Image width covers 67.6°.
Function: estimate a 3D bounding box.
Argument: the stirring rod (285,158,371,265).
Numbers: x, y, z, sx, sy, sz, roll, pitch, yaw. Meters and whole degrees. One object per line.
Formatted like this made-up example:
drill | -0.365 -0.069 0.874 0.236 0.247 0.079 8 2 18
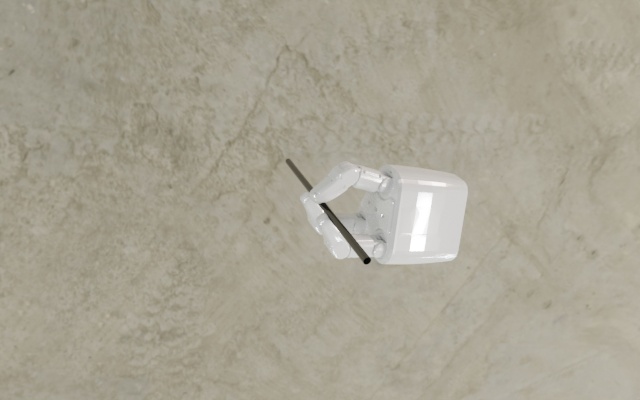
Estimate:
stirring rod | 0.000 0.002 0.539 0.011 0.011 0.239 0 27 -24
